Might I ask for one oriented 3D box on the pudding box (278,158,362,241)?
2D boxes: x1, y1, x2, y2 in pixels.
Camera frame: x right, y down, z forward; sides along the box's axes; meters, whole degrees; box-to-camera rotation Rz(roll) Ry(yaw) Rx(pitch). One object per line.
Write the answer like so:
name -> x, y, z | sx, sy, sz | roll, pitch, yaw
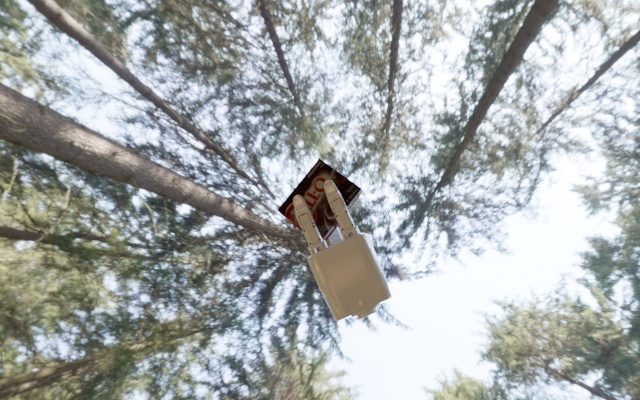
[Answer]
pudding box -> 0.000, 0.003, 0.779 | 0.090, 0.113, 0.039 | 37, -7, 17
